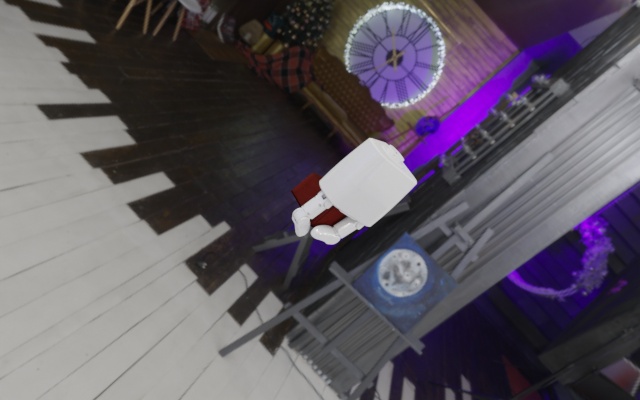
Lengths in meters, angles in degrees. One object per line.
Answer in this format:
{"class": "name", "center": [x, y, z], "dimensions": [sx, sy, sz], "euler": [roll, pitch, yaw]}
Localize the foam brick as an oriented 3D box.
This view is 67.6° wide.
{"class": "foam brick", "center": [0.000, 0.002, 0.774], "dimensions": [0.051, 0.078, 0.053], "euler": [-43, -31, 19]}
